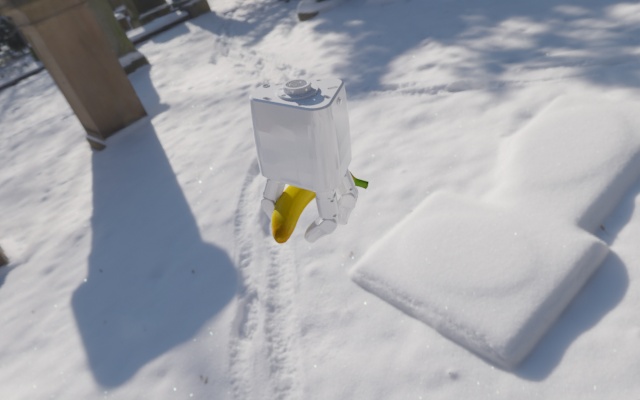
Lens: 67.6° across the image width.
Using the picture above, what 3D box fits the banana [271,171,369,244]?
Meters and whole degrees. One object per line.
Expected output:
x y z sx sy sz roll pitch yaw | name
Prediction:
-0.012 -0.008 0.661 0.069 0.037 0.197 31 43 27 | banana
